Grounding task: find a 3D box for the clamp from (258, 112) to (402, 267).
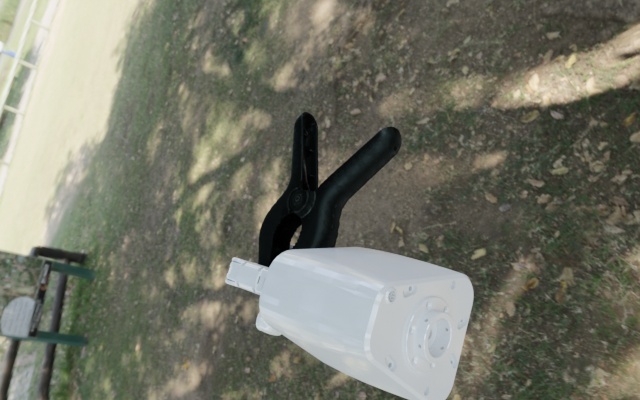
[{"bbox_3d":[0.000,0.001,0.408,0.039,0.171,0.120,25,-12,-40],"label":"clamp"}]
